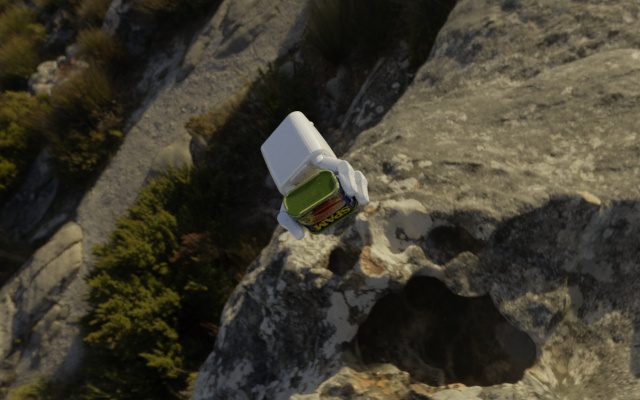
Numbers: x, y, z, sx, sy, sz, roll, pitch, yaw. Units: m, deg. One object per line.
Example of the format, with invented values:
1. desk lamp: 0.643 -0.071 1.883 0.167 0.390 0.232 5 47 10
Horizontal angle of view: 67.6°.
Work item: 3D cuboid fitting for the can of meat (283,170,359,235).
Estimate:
1. can of meat: 0.000 0.003 0.790 0.102 0.057 0.084 -33 -32 11
